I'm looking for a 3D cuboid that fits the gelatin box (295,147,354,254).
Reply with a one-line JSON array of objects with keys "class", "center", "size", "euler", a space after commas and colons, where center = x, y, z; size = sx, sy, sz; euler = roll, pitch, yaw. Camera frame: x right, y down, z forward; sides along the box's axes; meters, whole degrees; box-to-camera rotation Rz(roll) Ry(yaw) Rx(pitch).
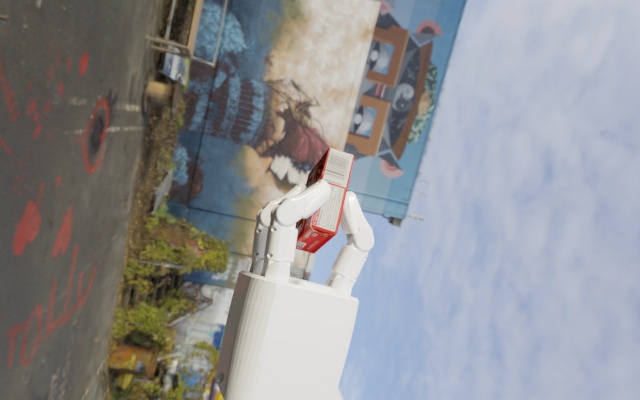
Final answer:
[{"class": "gelatin box", "center": [0.001, 0.001, 0.479], "size": [0.030, 0.089, 0.073], "euler": [19, -23, -11]}]
